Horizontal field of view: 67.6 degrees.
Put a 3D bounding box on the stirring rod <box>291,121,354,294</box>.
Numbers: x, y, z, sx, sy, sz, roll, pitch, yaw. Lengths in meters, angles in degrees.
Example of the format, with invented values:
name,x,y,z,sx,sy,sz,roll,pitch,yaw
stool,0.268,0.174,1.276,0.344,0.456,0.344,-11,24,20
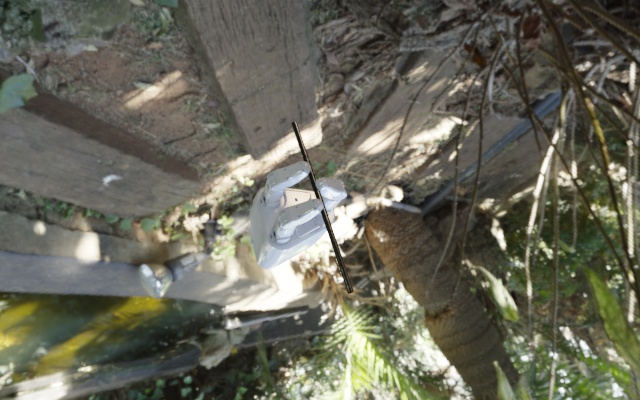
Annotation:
name,x,y,z,sx,sy,sz,roll,pitch,yaw
stirring rod,0.000,0.002,0.605,0.011,0.239,0.011,-16,-21,-6
